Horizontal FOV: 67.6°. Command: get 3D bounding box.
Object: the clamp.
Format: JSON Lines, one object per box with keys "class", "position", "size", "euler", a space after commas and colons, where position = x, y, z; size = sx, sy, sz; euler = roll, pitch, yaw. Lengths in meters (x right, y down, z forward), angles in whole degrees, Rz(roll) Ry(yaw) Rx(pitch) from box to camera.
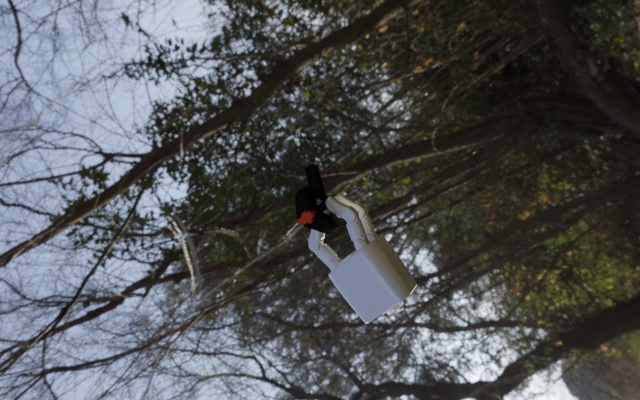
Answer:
{"class": "clamp", "position": [0.000, 0.003, 0.838], "size": [0.036, 0.164, 0.210], "euler": [-43, -11, 19]}
